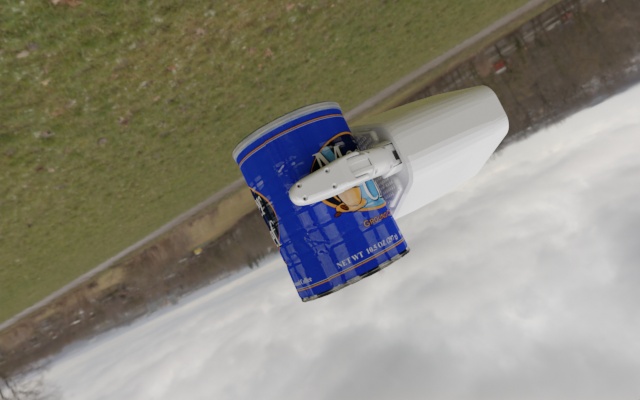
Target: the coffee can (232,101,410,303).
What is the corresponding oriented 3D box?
[{"bbox_3d":[0.000,0.001,0.412,0.103,0.140,0.103,-26,-4,-2],"label":"coffee can"}]
